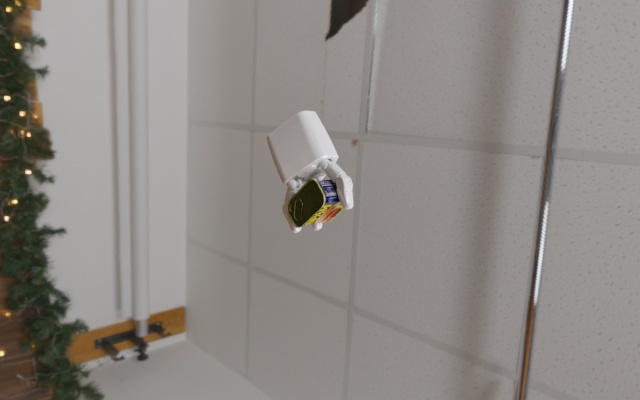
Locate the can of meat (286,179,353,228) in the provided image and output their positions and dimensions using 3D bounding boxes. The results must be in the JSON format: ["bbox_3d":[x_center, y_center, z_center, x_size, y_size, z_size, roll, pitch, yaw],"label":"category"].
[{"bbox_3d":[0.000,0.003,0.889,0.084,0.057,0.102,-7,-28,-45],"label":"can of meat"}]
